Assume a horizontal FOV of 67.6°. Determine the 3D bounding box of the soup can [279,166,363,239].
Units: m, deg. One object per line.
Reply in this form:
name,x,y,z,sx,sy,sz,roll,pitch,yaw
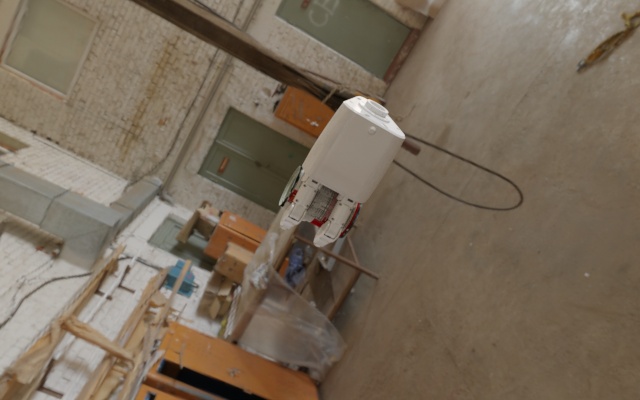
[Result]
soup can,0.000,0.002,0.686,0.102,0.068,0.068,28,-6,-11
